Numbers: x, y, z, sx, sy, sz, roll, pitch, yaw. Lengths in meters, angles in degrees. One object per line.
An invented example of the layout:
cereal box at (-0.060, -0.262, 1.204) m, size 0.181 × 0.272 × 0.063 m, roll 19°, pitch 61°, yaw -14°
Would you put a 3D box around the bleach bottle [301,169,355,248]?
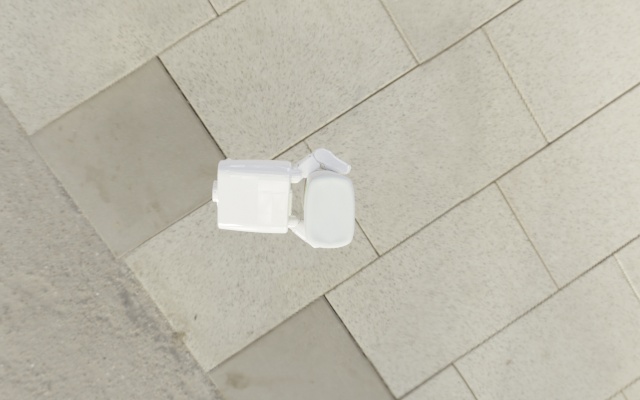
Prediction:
bleach bottle at (0.000, 0.002, 0.753) m, size 0.068 × 0.102 × 0.251 m, roll 1°, pitch 5°, yaw -6°
